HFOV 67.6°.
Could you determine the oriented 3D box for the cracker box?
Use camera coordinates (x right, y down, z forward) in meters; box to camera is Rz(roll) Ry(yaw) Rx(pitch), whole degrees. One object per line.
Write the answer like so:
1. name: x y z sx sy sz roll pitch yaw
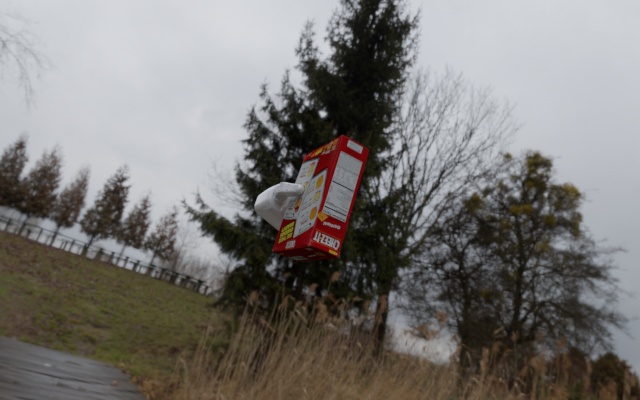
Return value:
1. cracker box: 0.000 0.003 0.895 0.072 0.213 0.164 24 -19 -22
